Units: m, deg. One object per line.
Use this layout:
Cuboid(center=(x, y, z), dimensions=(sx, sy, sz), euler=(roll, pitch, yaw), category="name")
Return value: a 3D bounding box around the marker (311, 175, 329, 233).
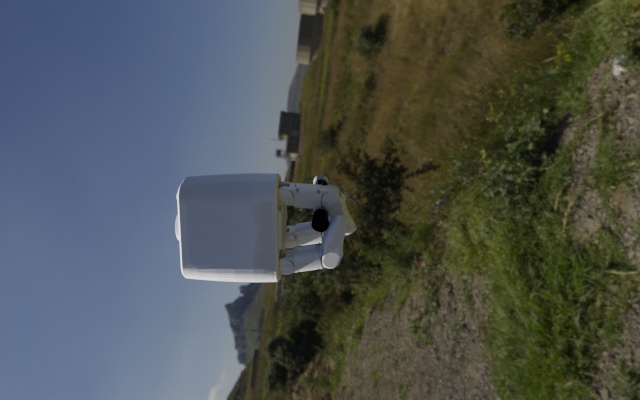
Cuboid(center=(0.000, 0.002, 0.545), dimensions=(0.020, 0.020, 0.121), euler=(0, 26, 0), category="marker")
